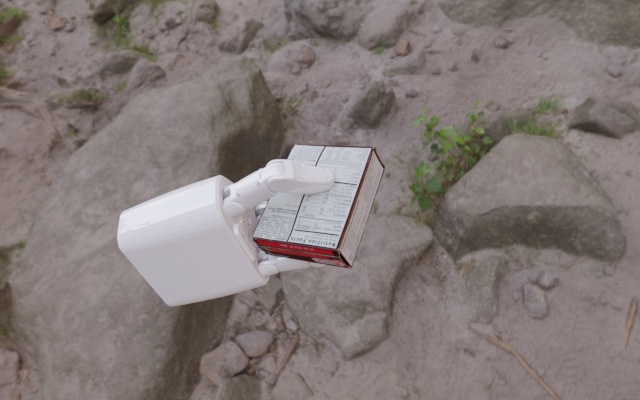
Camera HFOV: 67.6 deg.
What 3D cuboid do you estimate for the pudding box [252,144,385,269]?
[{"bbox_3d":[0.000,0.001,0.441,0.090,0.113,0.039,6,-28,28],"label":"pudding box"}]
